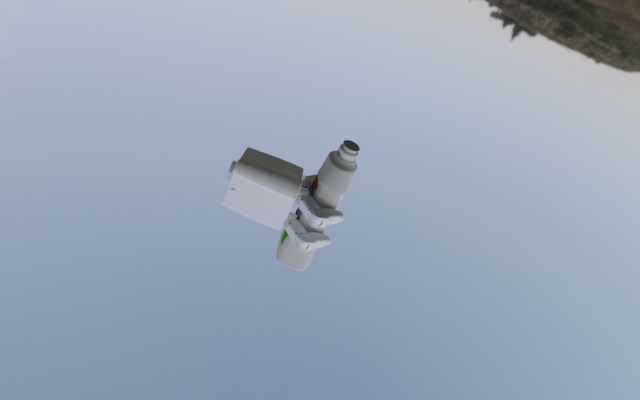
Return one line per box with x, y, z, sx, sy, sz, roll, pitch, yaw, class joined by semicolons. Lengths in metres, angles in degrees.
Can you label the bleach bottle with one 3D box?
0.000;0.003;0.799;0.068;0.251;0.102;23;36;-7;bleach bottle
